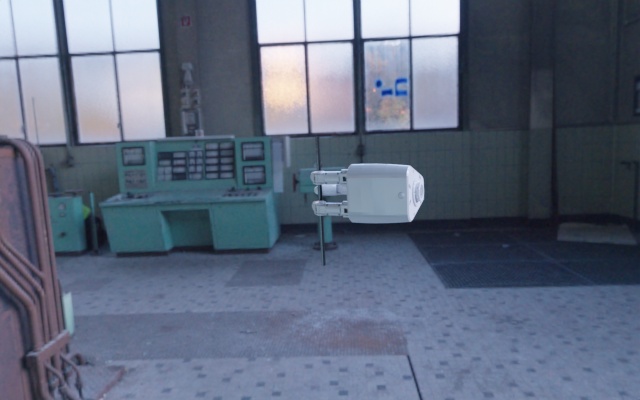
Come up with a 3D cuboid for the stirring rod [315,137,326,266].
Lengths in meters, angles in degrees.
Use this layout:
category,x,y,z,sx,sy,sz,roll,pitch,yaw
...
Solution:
category,x,y,z,sx,sy,sz,roll,pitch,yaw
stirring rod,0.000,0.003,0.884,0.011,0.239,0.011,-3,7,0
